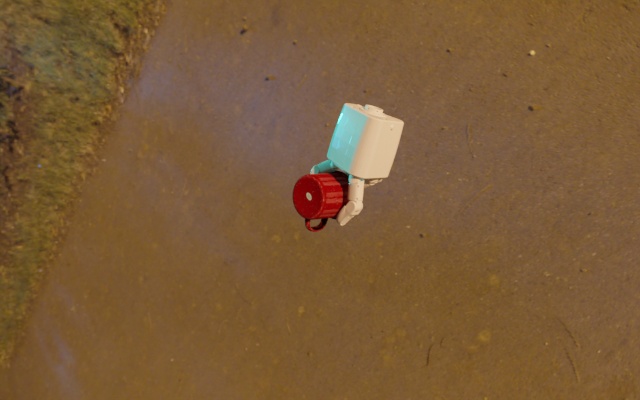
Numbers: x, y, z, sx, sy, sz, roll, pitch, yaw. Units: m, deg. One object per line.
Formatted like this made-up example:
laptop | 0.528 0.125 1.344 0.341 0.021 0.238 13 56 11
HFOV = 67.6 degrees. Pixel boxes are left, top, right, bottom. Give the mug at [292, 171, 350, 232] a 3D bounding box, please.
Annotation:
mug | 0.000 0.004 0.877 0.093 0.117 0.081 31 23 36
